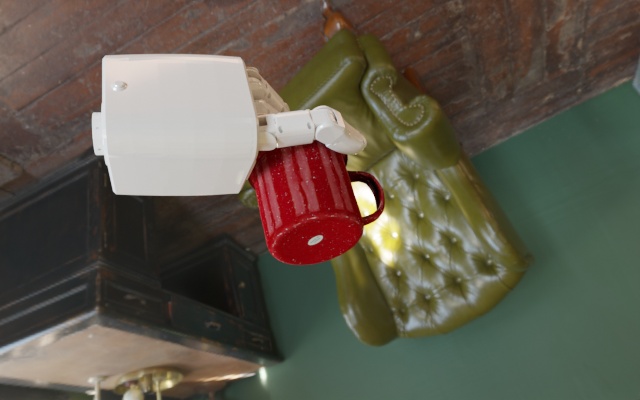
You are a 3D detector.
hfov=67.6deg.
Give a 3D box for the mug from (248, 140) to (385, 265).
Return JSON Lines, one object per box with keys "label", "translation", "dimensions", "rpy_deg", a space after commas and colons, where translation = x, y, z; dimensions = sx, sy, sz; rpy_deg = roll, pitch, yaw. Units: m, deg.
{"label": "mug", "translation": [0.001, 0.001, 0.414], "dimensions": [0.117, 0.081, 0.093], "rpy_deg": [-4, -35, -18]}
